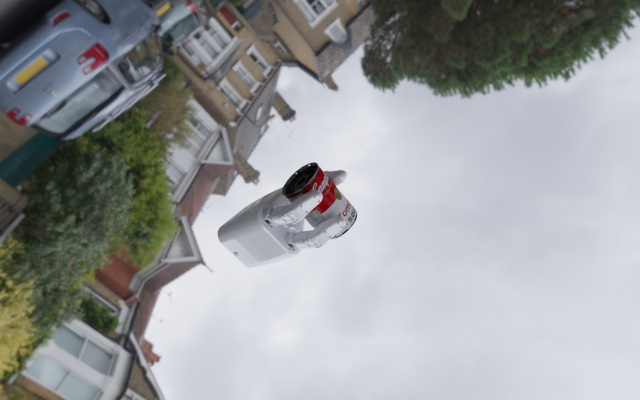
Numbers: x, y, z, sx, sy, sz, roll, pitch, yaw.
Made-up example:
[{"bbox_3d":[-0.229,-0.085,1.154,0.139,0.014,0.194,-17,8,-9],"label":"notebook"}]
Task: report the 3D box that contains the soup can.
[{"bbox_3d":[0.001,0.002,0.715,0.102,0.068,0.068,49,-25,-24],"label":"soup can"}]
